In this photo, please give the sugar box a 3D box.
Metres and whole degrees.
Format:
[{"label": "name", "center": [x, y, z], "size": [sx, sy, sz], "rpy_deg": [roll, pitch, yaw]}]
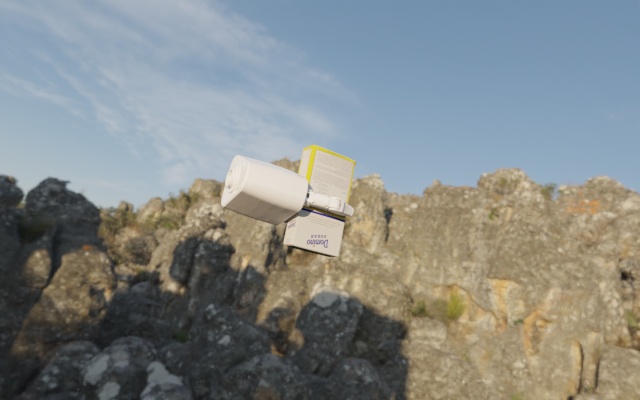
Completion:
[{"label": "sugar box", "center": [0.000, 0.003, 0.825], "size": [0.093, 0.176, 0.048], "rpy_deg": [18, -11, -26]}]
